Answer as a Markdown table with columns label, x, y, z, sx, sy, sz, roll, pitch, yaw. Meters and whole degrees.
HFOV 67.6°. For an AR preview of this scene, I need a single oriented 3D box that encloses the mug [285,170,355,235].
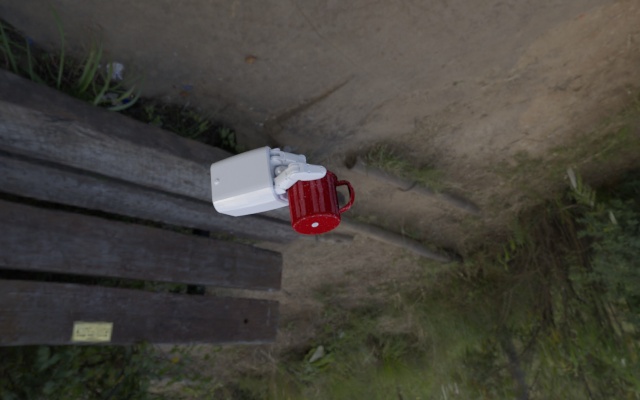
| label | x | y | z | sx | sy | sz | roll | pitch | yaw |
| --- | --- | --- | --- | --- | --- | --- | --- | --- | --- |
| mug | 0.002 | 0.002 | 0.790 | 0.117 | 0.081 | 0.093 | -14 | -26 | 10 |
